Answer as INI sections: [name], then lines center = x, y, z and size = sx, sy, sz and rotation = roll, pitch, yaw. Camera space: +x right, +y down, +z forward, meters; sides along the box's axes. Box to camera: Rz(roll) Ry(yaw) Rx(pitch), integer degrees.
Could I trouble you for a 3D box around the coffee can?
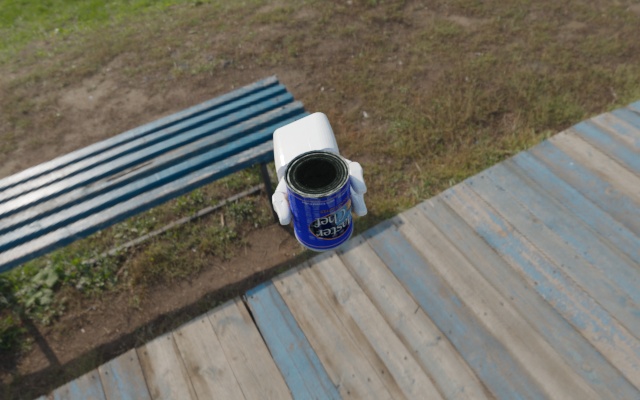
[coffee can]
center = 0.000, 0.003, 0.781
size = 0.103, 0.102, 0.140
rotation = 0, -41, 6
